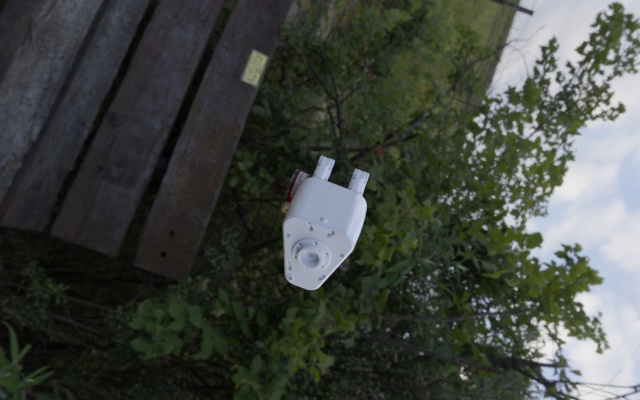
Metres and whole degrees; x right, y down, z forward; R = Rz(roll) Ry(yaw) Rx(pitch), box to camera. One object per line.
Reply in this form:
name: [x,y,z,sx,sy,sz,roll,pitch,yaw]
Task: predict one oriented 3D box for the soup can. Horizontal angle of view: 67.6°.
soup can: [0.000,0.002,0.717,0.102,0.068,0.068,20,1,2]
